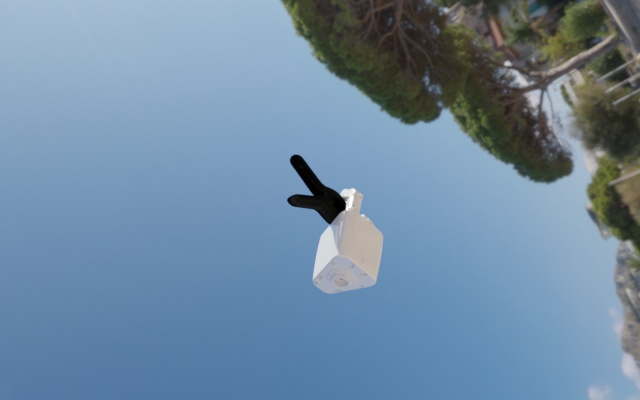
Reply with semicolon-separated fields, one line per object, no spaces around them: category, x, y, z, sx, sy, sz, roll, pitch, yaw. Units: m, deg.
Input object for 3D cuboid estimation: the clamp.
clamp;0.000;0.003;0.871;0.171;0.120;0.039;40;-51;-23
